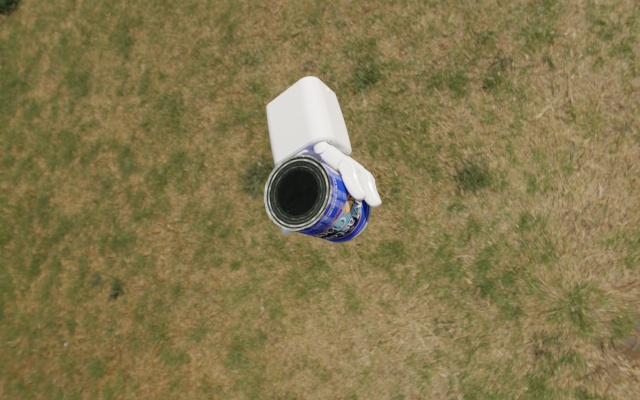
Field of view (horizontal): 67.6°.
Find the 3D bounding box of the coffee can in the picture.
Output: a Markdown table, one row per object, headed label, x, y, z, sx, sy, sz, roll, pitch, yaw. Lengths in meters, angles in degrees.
| label | x | y | z | sx | sy | sz | roll | pitch | yaw |
| --- | --- | --- | --- | --- | --- | --- | --- | --- | --- |
| coffee can | 0.000 | 0.002 | 0.684 | 0.103 | 0.103 | 0.140 | 0 | -11 | 27 |
